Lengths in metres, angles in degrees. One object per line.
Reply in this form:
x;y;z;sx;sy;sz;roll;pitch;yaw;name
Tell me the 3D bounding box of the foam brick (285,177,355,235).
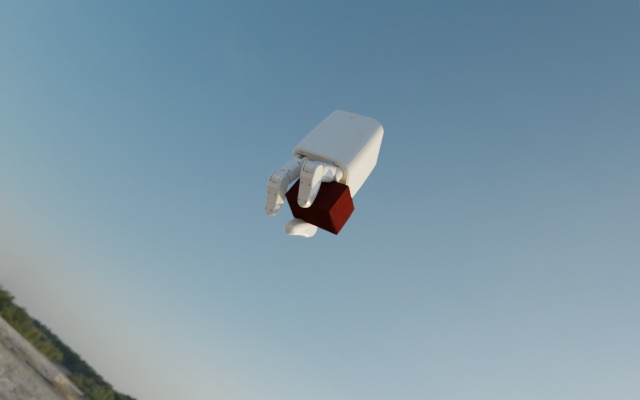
0.000;0.002;0.664;0.078;0.051;0.053;21;-33;31;foam brick
